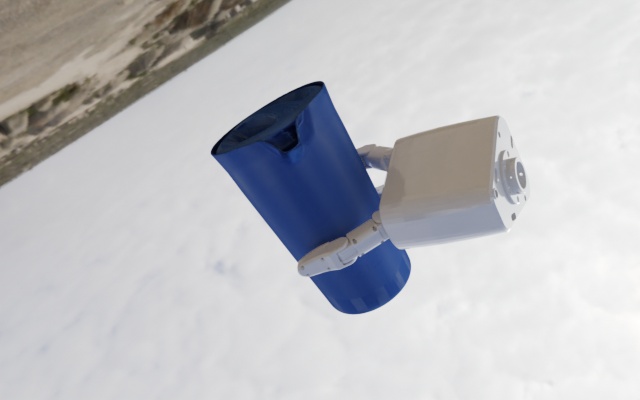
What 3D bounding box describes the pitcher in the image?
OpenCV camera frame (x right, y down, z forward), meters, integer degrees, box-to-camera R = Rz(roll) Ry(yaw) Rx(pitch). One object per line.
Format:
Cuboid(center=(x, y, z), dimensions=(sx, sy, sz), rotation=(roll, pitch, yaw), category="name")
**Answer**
Cuboid(center=(0.000, 0.002, 0.530), dimensions=(0.145, 0.243, 0.149), rotation=(-14, 29, 37), category="pitcher")
